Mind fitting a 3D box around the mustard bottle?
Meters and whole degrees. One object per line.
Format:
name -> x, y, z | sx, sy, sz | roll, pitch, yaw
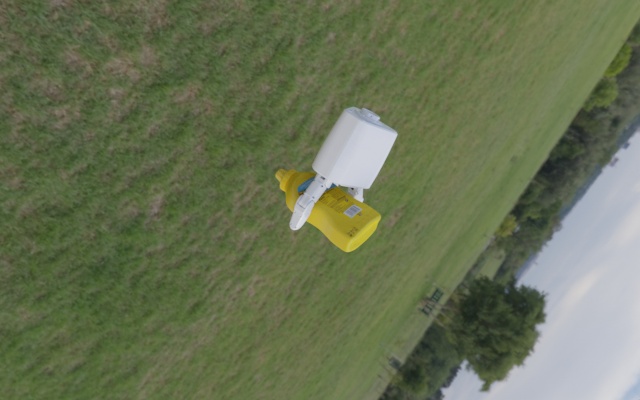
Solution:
mustard bottle -> 0.000, 0.003, 0.801 | 0.191, 0.058, 0.096 | 35, 43, 20
